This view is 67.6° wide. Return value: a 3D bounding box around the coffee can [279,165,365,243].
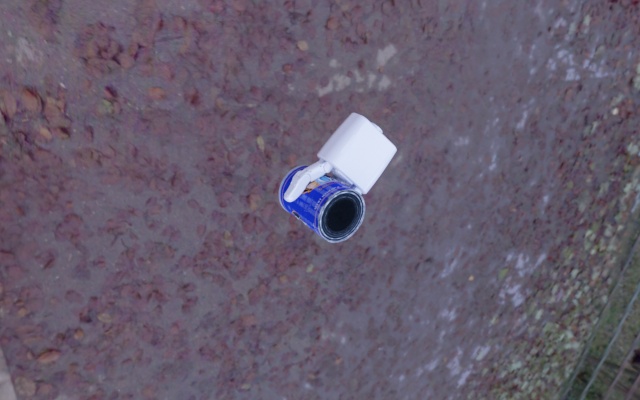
[{"bbox_3d":[0.000,0.003,0.888,0.103,0.103,0.140,0,21,-36],"label":"coffee can"}]
